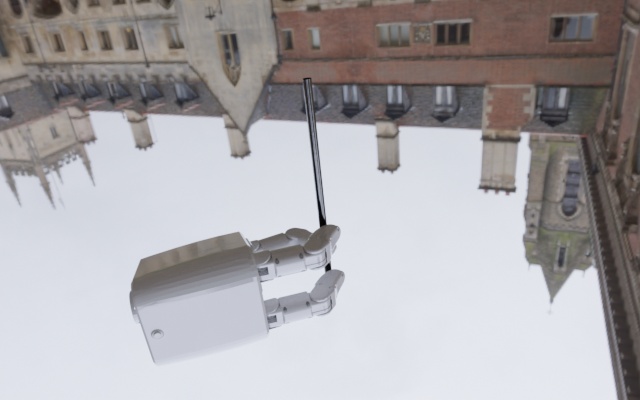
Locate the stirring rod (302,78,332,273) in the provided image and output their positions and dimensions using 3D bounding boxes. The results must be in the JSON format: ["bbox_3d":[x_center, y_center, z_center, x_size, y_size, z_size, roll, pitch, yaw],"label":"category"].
[{"bbox_3d":[0.000,0.001,0.468,0.011,0.240,0.011,-5,26,2],"label":"stirring rod"}]
